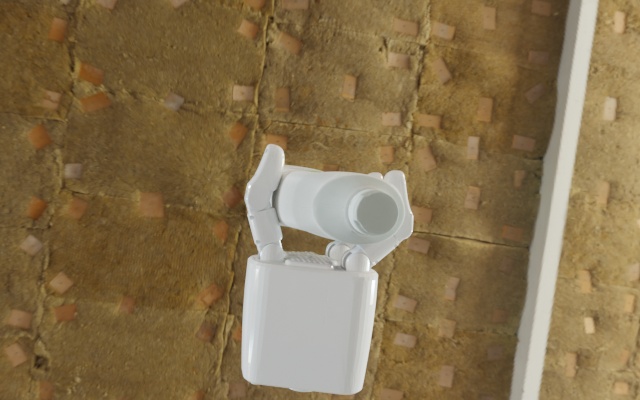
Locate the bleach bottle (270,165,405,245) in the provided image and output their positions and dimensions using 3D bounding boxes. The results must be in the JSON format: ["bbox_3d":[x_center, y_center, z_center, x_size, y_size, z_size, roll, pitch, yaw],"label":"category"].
[{"bbox_3d":[0.000,0.001,0.425,0.102,0.068,0.251,6,1,-13],"label":"bleach bottle"}]
